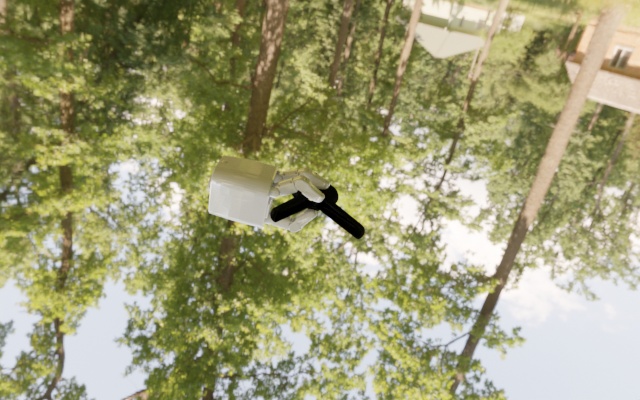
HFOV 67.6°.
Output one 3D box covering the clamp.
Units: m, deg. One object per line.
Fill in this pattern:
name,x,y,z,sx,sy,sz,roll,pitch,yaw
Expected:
clamp,0.000,0.003,0.886,0.164,0.036,0.210,16,25,-4
